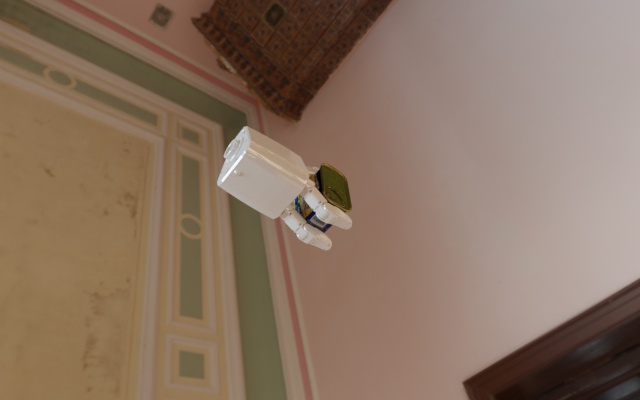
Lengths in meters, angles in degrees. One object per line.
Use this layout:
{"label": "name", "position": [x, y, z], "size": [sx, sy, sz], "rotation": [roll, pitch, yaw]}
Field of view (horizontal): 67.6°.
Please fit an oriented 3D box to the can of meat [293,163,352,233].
{"label": "can of meat", "position": [0.000, 0.003, 0.787], "size": [0.057, 0.102, 0.084], "rotation": [29, -58, -26]}
